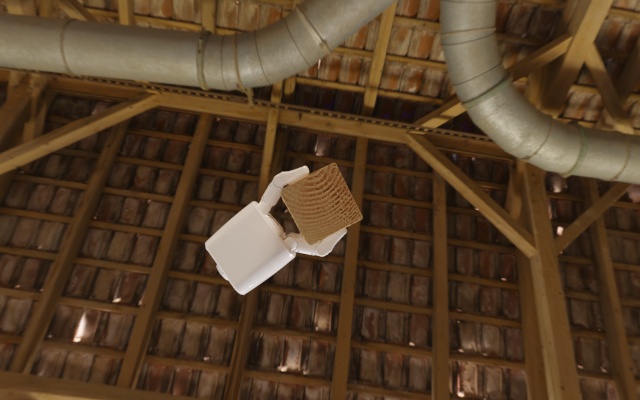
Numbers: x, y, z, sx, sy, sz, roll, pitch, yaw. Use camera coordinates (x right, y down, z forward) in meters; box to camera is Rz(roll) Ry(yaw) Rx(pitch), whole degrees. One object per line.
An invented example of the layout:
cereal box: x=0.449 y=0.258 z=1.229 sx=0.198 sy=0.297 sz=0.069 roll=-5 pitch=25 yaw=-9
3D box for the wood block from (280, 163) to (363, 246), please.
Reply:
wood block: x=0.000 y=0.002 z=0.767 sx=0.090 sy=0.091 sz=0.206 roll=-28 pitch=2 yaw=0
